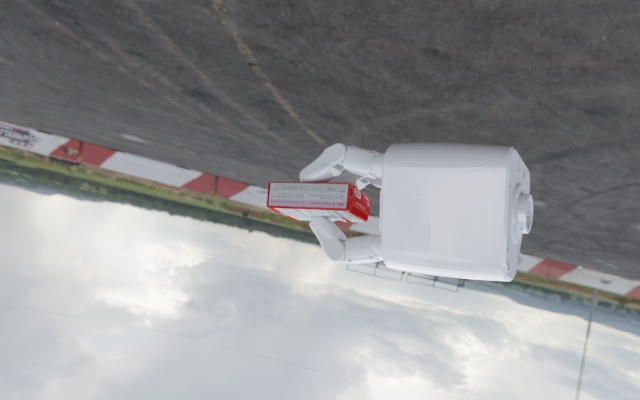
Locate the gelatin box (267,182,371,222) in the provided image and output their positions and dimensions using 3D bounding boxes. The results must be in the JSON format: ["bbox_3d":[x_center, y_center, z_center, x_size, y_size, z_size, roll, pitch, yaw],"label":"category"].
[{"bbox_3d":[0.000,0.002,0.490,0.089,0.030,0.073,1,-11,20],"label":"gelatin box"}]
